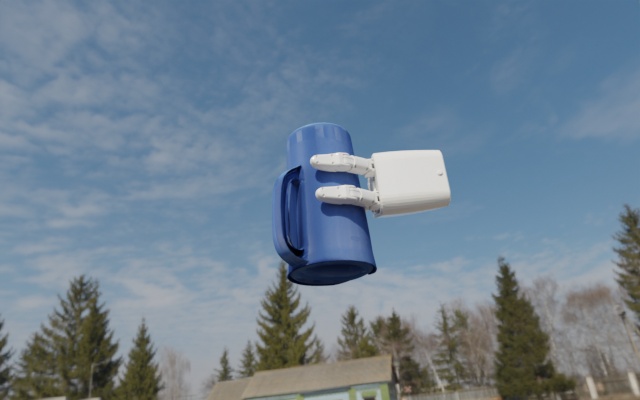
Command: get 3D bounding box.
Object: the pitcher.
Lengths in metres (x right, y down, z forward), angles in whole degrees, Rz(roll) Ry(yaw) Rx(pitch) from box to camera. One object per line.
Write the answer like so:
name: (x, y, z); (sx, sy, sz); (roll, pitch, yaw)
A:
pitcher: (0.000, 0.002, 0.740); (0.145, 0.242, 0.149); (-5, -24, -2)
